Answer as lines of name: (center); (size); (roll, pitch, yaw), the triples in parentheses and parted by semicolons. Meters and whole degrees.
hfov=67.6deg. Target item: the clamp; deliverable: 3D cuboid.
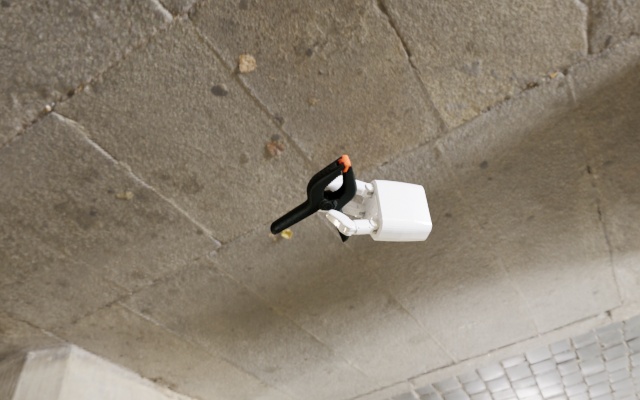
clamp: (0.001, 0.003, 0.890); (0.164, 0.210, 0.036); (2, 44, -18)
